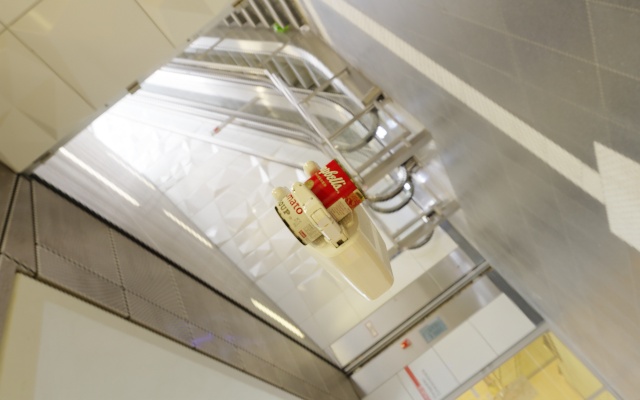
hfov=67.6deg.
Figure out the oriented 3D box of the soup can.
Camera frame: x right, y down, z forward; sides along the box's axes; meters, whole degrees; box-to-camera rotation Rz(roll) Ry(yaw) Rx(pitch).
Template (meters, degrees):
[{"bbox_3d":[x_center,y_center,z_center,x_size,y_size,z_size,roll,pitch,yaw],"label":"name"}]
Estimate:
[{"bbox_3d":[0.000,0.002,0.615,0.102,0.068,0.068,-38,-1,2],"label":"soup can"}]
